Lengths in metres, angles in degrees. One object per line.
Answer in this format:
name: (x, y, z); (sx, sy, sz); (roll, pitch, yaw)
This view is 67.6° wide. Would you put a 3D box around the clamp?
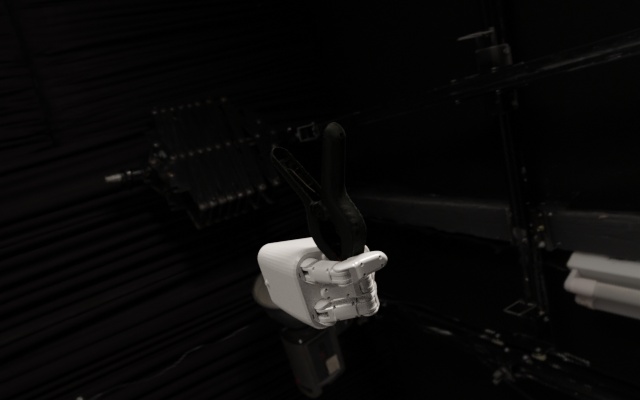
clamp: (0.001, 0.002, 0.543); (0.039, 0.171, 0.120); (-21, 13, -33)
